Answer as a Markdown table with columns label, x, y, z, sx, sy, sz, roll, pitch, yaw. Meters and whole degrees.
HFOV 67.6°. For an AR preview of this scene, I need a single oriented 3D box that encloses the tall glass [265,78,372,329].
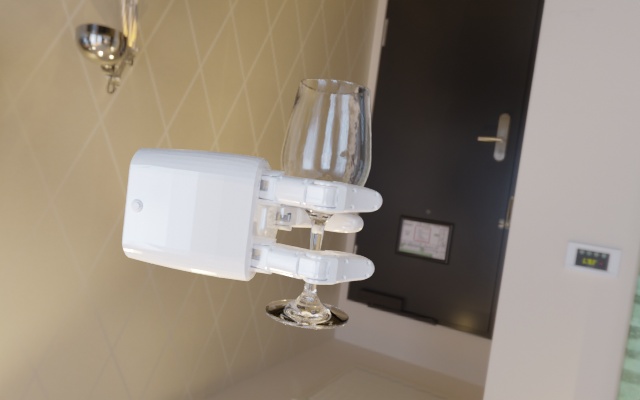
| label | x | y | z | sx | sy | sz | roll | pitch | yaw |
| --- | --- | --- | --- | --- | --- | --- | --- | --- | --- |
| tall glass | 0.000 | 0.002 | 0.414 | 0.079 | 0.201 | 0.079 | 7 | 4 | 0 |
